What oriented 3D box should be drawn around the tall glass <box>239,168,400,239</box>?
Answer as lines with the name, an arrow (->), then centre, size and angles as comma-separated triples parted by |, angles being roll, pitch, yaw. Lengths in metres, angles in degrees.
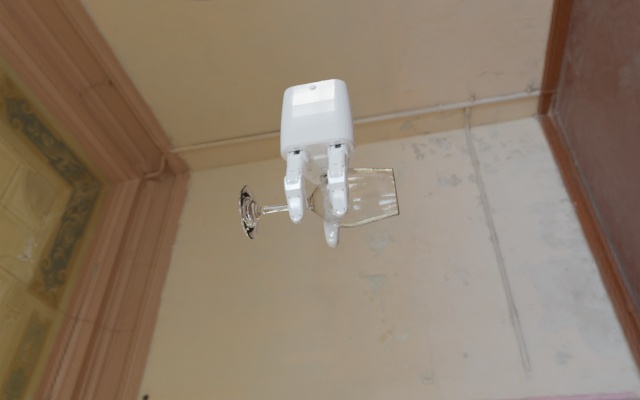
tall glass -> -0.001, 0.002, 0.630 | 0.201, 0.079, 0.079 | -8, -1, 10
